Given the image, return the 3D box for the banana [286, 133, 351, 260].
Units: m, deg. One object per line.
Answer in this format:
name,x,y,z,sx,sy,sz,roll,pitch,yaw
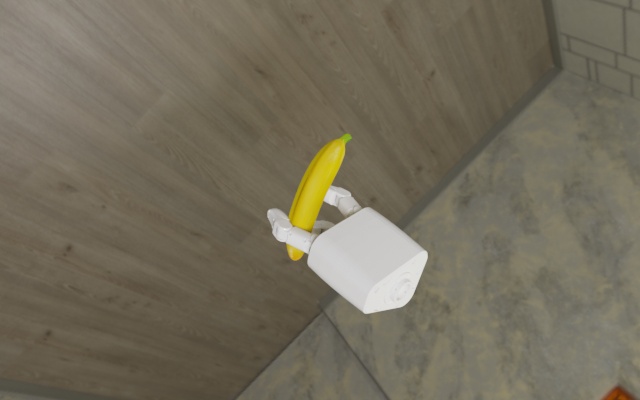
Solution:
banana,-0.008,-0.003,0.655,0.037,0.198,0.069,30,10,29
